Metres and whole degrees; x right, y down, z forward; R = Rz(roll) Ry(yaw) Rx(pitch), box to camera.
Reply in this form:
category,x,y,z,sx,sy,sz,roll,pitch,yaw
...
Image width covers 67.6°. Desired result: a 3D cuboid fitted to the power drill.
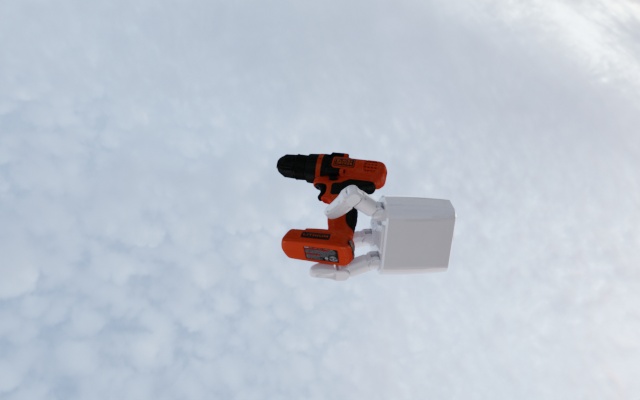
category,x,y,z,sx,sy,sz,roll,pitch,yaw
power drill,0.000,0.003,0.739,0.184,0.187,0.057,6,-36,15
